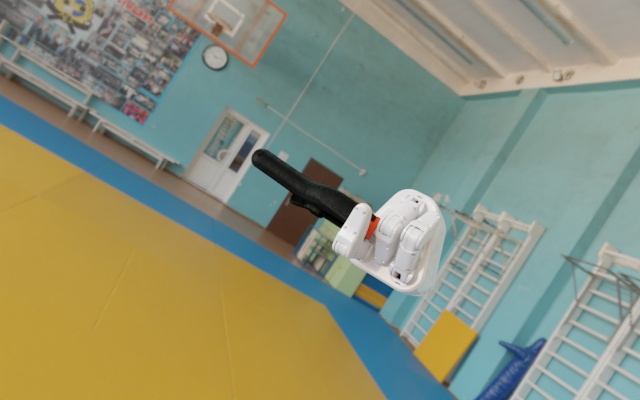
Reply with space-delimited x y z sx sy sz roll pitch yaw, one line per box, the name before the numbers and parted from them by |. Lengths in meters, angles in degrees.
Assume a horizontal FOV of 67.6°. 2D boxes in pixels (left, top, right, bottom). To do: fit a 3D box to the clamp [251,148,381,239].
clamp | 0.001 0.001 0.578 0.171 0.039 0.120 33 -4 27
